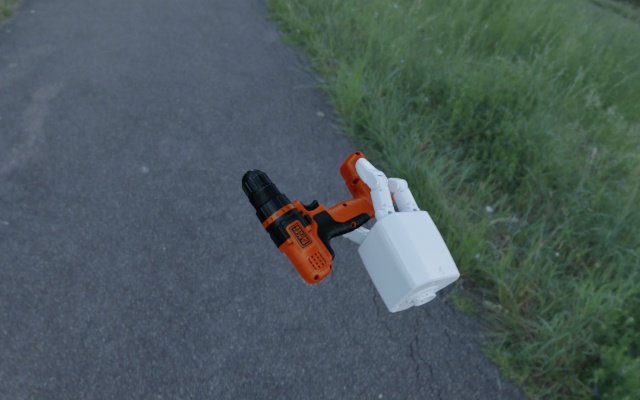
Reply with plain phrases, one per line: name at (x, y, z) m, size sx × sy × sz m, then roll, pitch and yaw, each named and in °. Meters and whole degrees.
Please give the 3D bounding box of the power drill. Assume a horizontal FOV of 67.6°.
power drill at (0.001, 0.002, 0.699) m, size 0.187 × 0.184 × 0.057 m, roll -33°, pitch -5°, yaw -26°
